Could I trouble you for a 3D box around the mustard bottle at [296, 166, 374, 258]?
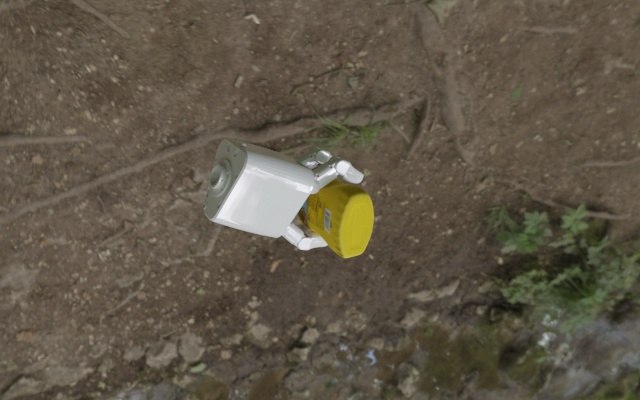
[{"bbox_3d":[0.001,0.002,0.708,0.058,0.096,0.191,-12,27,-29],"label":"mustard bottle"}]
